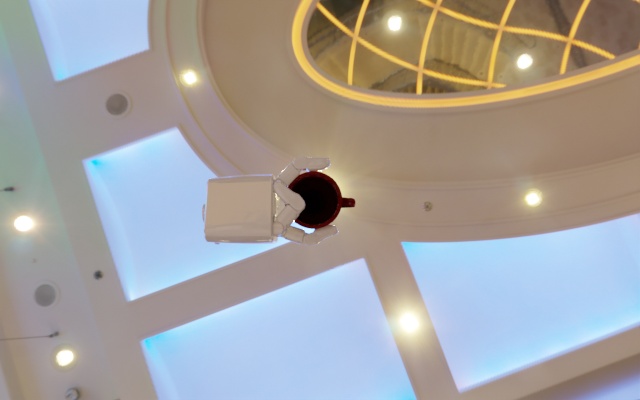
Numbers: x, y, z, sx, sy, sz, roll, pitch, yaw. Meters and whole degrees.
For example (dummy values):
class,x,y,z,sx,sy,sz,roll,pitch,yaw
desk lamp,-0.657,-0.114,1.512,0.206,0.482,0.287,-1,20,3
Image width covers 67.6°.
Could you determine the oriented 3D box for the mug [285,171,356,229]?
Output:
class,x,y,z,sx,sy,sz,roll,pitch,yaw
mug,0.002,0.003,0.802,0.117,0.093,0.081,-1,-5,-1
